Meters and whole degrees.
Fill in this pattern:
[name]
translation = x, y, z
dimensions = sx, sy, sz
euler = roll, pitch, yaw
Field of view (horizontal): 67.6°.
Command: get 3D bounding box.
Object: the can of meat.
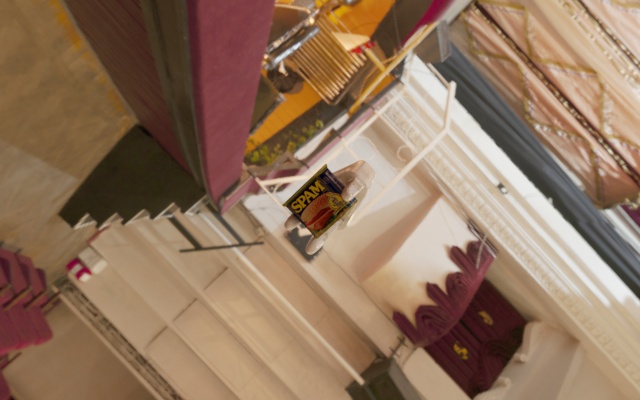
[can of meat]
translation = 0.000, 0.003, 0.814
dimensions = 0.102, 0.084, 0.057
euler = -42, 2, 22
